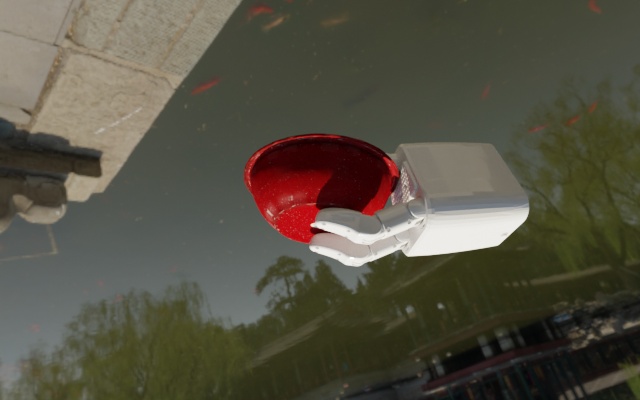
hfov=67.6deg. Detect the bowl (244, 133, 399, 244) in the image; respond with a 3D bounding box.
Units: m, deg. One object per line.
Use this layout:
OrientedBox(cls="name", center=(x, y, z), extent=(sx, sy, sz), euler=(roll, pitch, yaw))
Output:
OrientedBox(cls="bowl", center=(-0.001, 0.002, 0.487), extent=(0.162, 0.055, 0.162), euler=(1, -29, 1))
